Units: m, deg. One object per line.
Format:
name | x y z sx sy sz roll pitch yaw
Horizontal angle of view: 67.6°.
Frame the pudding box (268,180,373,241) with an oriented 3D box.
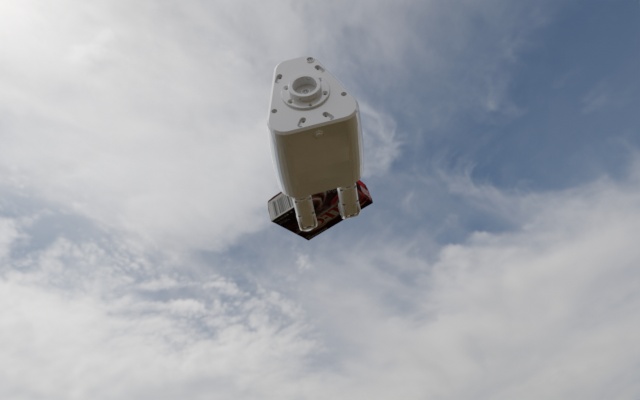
pudding box | 0.000 0.002 0.633 0.113 0.039 0.090 -30 -34 20
